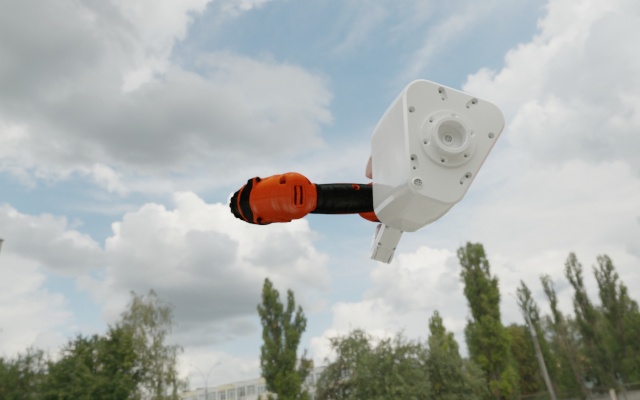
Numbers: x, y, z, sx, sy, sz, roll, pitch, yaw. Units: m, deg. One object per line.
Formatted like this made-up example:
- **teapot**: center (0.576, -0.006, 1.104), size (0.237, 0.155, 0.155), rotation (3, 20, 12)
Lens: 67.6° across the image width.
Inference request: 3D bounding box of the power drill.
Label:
- **power drill**: center (0.001, 0.002, 0.549), size (0.187, 0.057, 0.184), rotation (-2, -1, -26)
